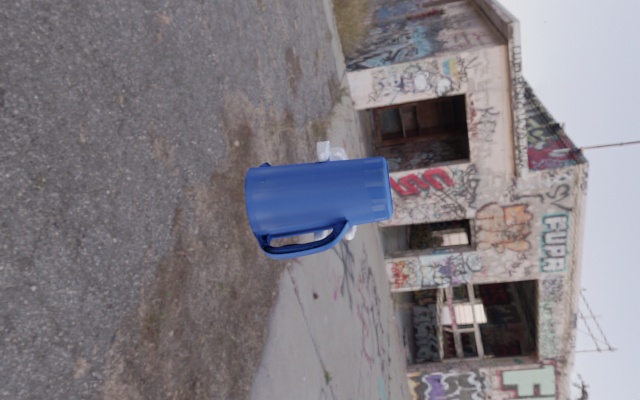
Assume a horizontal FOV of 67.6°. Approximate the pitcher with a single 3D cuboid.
[{"bbox_3d":[0.000,0.003,0.821,0.243,0.149,0.145,-7,14,9],"label":"pitcher"}]
